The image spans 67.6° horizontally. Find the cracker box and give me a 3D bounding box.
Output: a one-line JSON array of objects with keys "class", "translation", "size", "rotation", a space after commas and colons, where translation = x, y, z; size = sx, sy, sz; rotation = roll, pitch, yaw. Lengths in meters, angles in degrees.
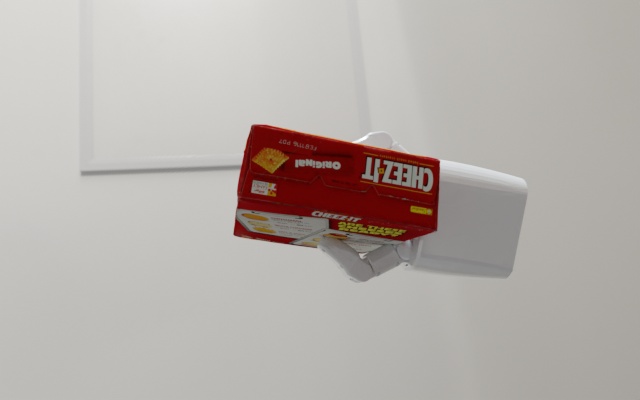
[{"class": "cracker box", "translation": [0.000, 0.002, 0.479], "size": [0.164, 0.072, 0.214], "rotation": [9, -14, -9]}]
